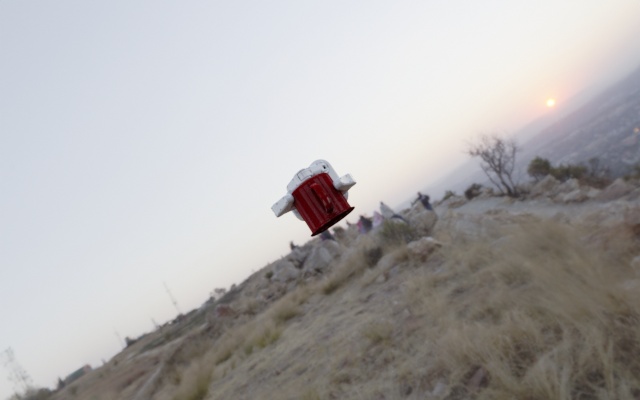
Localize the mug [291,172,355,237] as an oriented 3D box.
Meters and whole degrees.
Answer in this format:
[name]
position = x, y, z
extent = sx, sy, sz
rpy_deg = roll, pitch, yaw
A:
[mug]
position = 0.000, 0.002, 0.825
extent = 0.093, 0.081, 0.117
rpy_deg = -33, -9, -6
